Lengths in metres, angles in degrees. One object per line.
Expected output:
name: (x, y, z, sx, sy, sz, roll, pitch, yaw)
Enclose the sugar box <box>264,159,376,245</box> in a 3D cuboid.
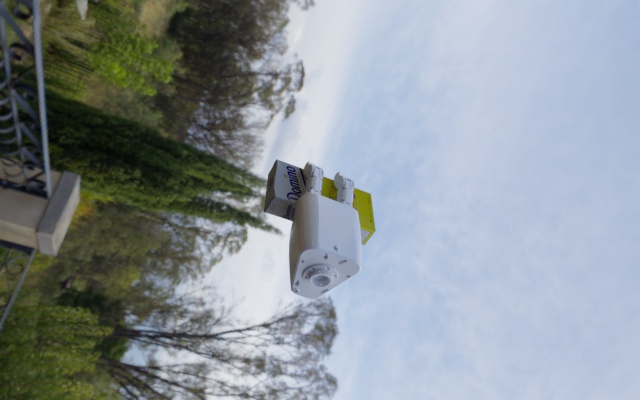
sugar box: (0.000, 0.002, 0.769, 0.176, 0.093, 0.048, 21, -51, -19)
